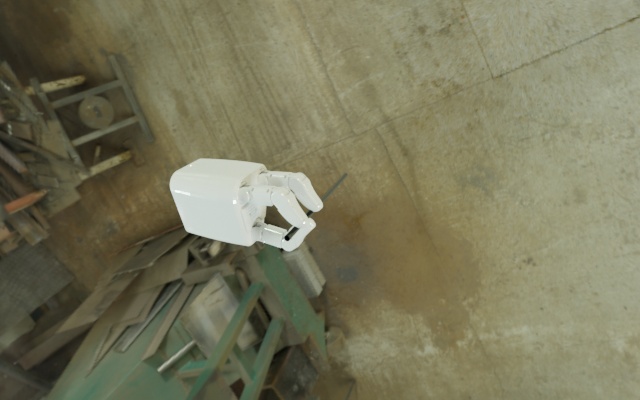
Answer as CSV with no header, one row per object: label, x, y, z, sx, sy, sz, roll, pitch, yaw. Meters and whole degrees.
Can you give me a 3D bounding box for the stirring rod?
stirring rod,0.000,0.002,0.697,0.011,0.011,0.239,0,22,22
